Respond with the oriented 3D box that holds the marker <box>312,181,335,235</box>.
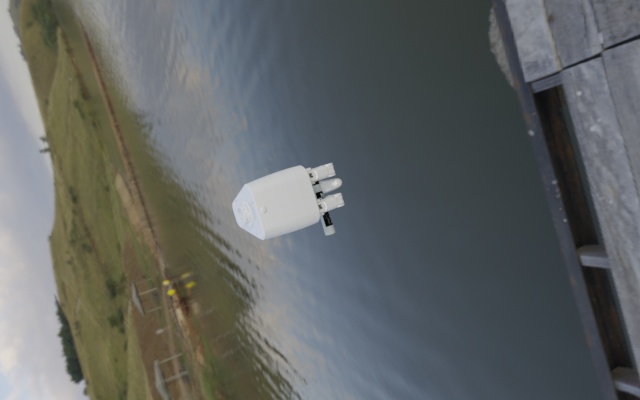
[{"bbox_3d":[0.000,0.003,0.857,0.020,0.121,0.020,-17,4,1],"label":"marker"}]
